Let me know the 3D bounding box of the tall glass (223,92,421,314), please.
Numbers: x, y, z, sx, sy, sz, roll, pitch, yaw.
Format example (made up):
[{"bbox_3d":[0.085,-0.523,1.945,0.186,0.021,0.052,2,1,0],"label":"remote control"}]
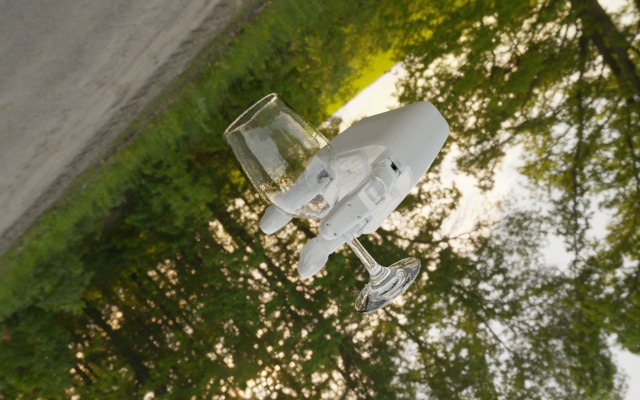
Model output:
[{"bbox_3d":[0.000,0.002,0.429,0.079,0.201,0.079,-38,7,5],"label":"tall glass"}]
